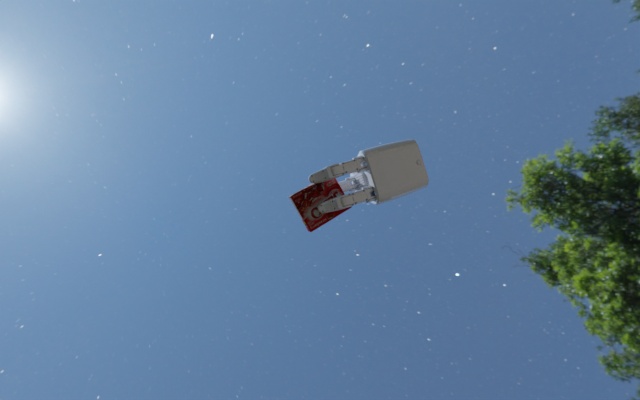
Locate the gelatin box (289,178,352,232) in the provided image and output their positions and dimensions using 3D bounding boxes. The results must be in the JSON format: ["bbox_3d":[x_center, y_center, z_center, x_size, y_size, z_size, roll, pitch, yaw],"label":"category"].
[{"bbox_3d":[0.000,0.003,0.848,0.089,0.073,0.030,-30,5,-11],"label":"gelatin box"}]
